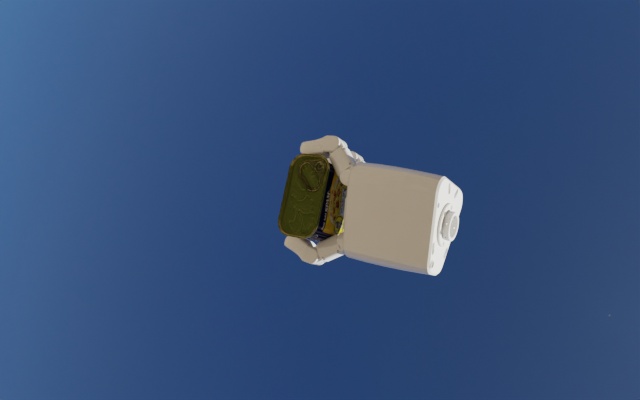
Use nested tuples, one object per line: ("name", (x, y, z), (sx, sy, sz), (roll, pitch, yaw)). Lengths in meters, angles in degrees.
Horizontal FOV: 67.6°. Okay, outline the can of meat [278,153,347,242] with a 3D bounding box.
("can of meat", (0.000, 0.002, 0.599), (0.057, 0.102, 0.084), (7, -8, 33))
